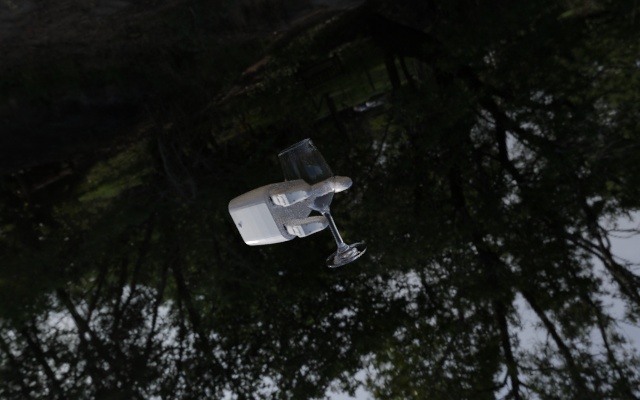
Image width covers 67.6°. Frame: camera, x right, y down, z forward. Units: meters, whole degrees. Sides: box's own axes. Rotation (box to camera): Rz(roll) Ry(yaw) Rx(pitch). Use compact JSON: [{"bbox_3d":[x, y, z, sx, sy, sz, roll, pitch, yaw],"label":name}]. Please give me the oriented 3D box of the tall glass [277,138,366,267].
[{"bbox_3d":[0.001,0.003,0.770,0.079,0.201,0.079,-24,12,5],"label":"tall glass"}]
